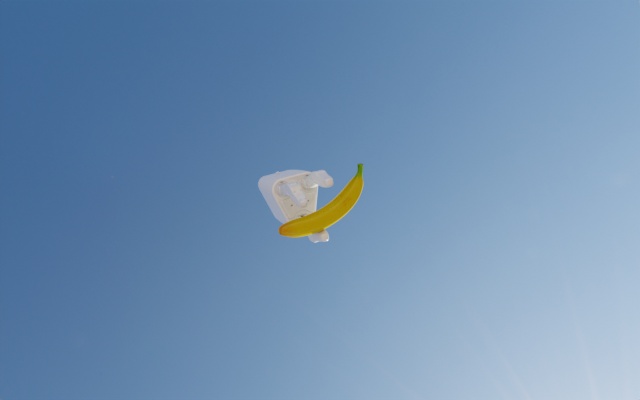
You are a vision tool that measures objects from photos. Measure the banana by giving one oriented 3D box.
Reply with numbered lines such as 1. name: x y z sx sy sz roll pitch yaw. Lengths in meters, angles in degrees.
1. banana: 0.012 0.015 0.875 0.198 0.070 0.037 -40 27 -13
